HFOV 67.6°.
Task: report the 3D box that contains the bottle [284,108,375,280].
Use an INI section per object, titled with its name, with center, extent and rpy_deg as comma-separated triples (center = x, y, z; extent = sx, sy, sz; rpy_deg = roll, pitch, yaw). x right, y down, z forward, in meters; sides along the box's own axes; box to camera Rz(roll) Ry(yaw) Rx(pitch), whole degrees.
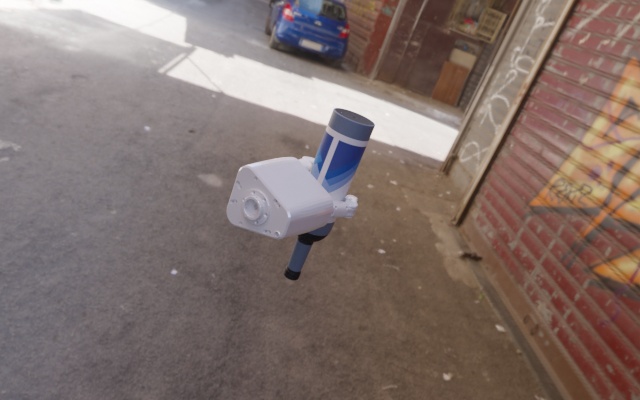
[bottle]
center = 0.000, 0.002, 0.763
extent = 0.069, 0.296, 0.069
rpy_deg = 18, 22, -8
